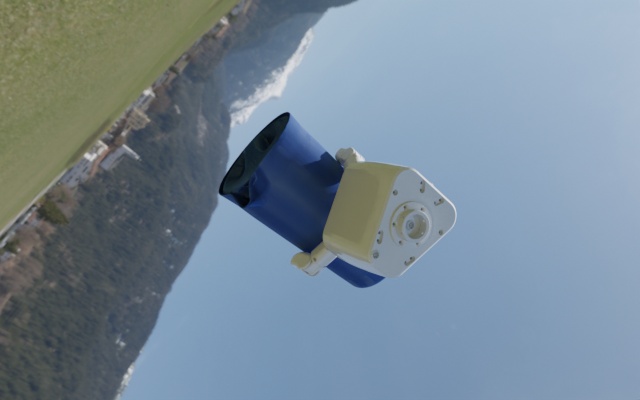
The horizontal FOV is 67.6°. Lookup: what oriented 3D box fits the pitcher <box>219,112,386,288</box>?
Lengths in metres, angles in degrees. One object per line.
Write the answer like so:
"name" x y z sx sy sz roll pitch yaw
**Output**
"pitcher" 0.000 0.002 0.639 0.243 0.149 0.145 40 -10 -21
